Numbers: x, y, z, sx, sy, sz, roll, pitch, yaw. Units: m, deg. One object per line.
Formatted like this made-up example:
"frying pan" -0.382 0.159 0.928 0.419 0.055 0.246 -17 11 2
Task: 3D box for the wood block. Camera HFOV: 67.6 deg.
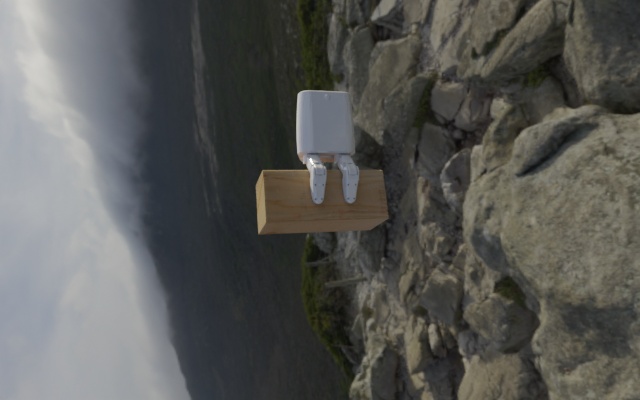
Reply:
"wood block" 0.000 0.002 0.815 0.206 0.090 0.091 -1 -15 -16
